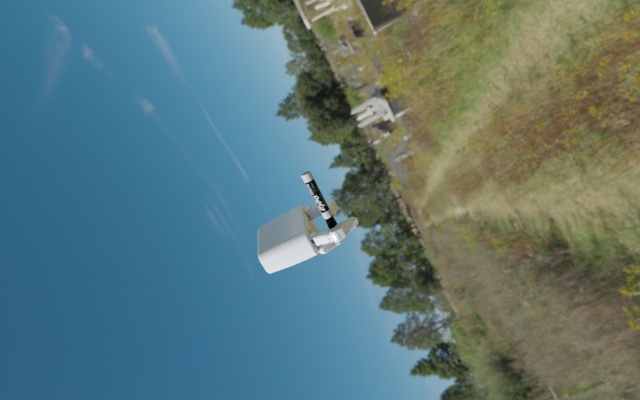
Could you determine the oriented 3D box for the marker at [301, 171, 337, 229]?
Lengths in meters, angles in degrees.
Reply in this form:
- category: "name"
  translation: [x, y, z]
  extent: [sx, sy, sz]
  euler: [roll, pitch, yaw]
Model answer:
- category: "marker"
  translation: [0.000, 0.003, 0.865]
  extent: [0.020, 0.121, 0.020]
  euler: [-26, 16, 8]
